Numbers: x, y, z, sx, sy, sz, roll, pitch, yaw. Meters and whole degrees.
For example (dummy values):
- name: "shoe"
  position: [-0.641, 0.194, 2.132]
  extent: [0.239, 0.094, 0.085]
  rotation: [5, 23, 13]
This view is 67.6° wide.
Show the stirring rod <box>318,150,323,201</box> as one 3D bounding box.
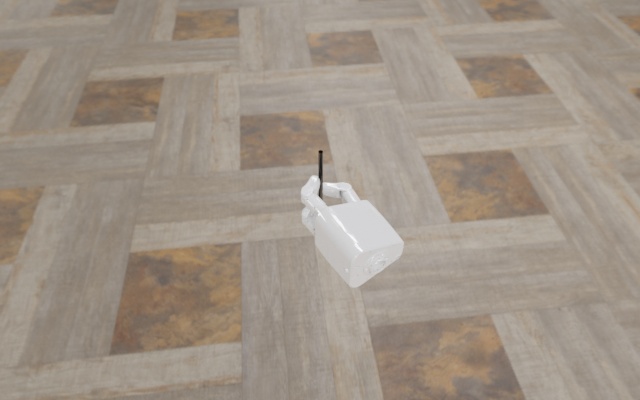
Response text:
- name: "stirring rod"
  position: [0.000, 0.003, 0.881]
  extent: [0.011, 0.011, 0.240]
  rotation: [0, -44, 0]
